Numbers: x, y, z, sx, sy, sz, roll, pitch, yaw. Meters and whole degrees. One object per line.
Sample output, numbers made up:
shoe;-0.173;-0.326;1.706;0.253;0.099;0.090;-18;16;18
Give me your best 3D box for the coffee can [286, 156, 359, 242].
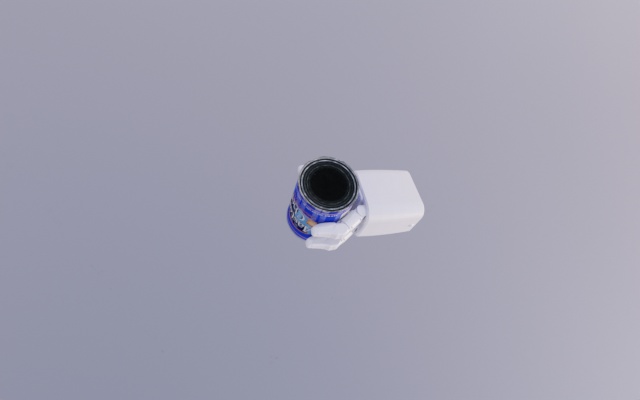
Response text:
coffee can;0.000;0.003;0.832;0.103;0.102;0.140;0;-25;-13
